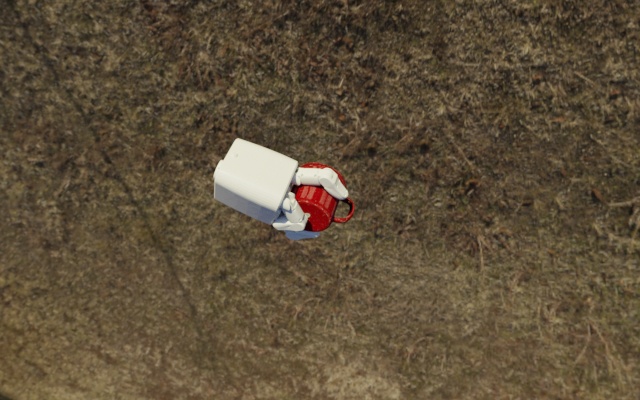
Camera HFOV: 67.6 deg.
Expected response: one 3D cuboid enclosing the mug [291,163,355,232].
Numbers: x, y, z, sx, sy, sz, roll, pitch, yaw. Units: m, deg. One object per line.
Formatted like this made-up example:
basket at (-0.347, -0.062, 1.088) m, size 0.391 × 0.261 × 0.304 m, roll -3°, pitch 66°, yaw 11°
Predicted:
mug at (0.001, 0.003, 0.795) m, size 0.117 × 0.081 × 0.093 m, roll 23°, pitch -39°, yaw -3°
